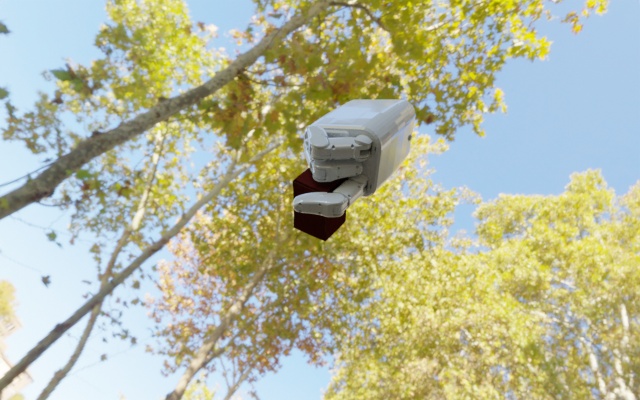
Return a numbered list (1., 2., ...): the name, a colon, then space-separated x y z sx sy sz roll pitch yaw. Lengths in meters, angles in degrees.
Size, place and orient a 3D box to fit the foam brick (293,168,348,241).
1. foam brick: 0.000 0.002 0.611 0.053 0.078 0.051 24 43 25
